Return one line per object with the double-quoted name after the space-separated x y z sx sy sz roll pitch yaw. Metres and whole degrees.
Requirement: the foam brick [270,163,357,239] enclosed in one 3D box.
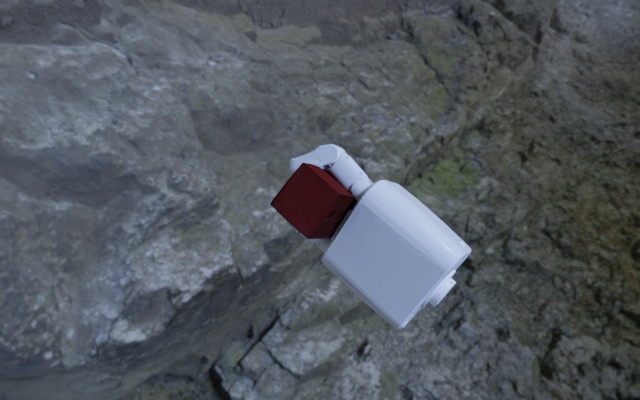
0.000 0.002 0.470 0.051 0.053 0.078 43 14 19 "foam brick"
